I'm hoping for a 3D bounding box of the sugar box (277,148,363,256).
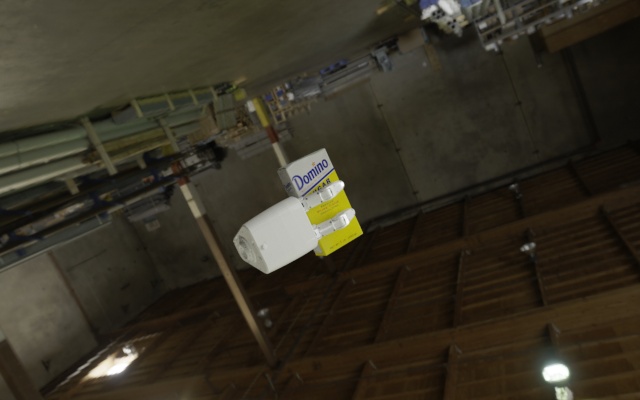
[{"bbox_3d":[0.000,0.003,0.877,0.093,0.176,0.048,-29,10,-27],"label":"sugar box"}]
